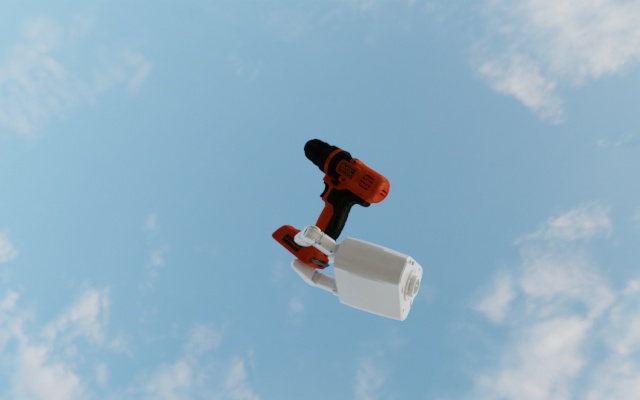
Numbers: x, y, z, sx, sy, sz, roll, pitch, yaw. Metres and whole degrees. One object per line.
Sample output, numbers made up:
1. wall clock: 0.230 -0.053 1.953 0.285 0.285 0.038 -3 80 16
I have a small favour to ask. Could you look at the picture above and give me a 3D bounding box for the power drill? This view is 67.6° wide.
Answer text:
1. power drill: 0.000 0.003 0.784 0.184 0.187 0.057 36 6 39
